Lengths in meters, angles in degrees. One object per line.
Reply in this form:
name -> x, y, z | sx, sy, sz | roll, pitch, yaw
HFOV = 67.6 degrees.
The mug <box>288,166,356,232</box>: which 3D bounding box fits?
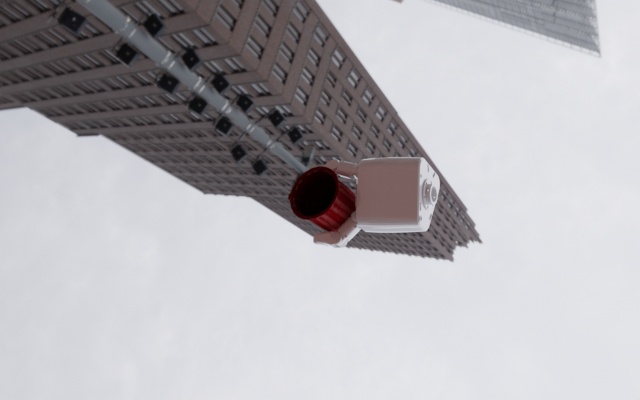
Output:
mug -> -0.001, 0.003, 0.798 | 0.117, 0.093, 0.081 | -1, -23, 34
